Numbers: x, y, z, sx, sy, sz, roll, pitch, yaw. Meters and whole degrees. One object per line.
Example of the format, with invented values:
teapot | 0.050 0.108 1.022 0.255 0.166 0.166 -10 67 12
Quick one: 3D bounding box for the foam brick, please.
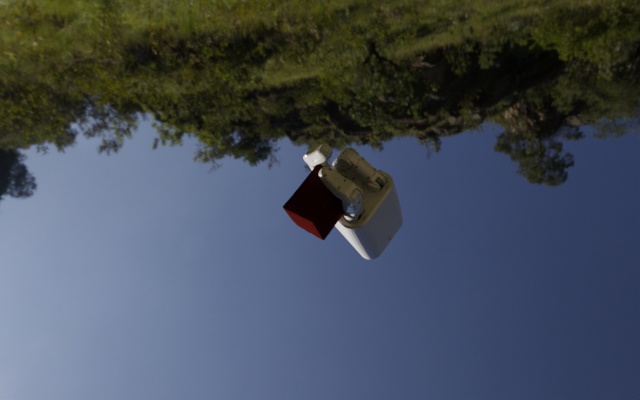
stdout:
foam brick | 0.000 0.002 0.627 0.053 0.078 0.051 28 -20 32
